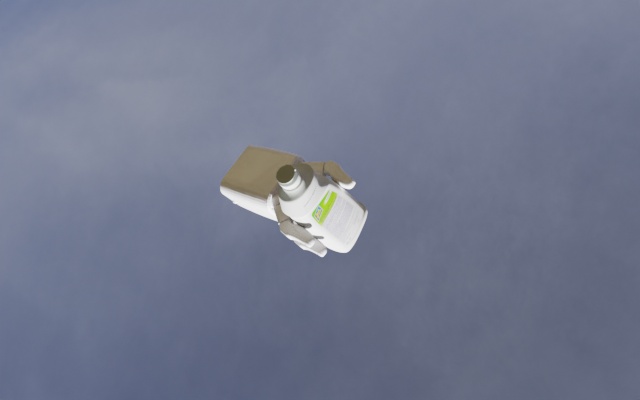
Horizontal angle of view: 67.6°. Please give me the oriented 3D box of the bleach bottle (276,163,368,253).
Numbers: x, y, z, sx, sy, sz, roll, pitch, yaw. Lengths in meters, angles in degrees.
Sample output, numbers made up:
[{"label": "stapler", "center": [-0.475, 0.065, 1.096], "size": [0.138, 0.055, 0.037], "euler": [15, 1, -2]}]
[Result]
[{"label": "bleach bottle", "center": [0.000, 0.003, 0.753], "size": [0.068, 0.102, 0.251], "euler": [18, -14, 27]}]
